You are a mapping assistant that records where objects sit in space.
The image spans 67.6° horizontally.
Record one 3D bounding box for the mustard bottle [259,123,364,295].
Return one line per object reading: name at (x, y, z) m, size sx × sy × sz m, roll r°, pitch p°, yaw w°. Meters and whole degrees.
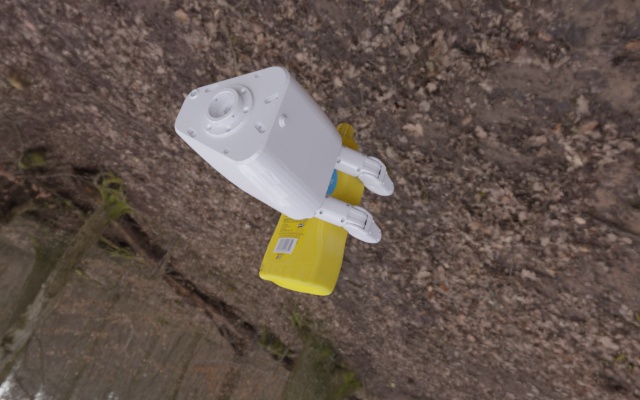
mustard bottle at (0.000, 0.002, 0.517) m, size 0.058 × 0.191 × 0.096 m, roll 30°, pitch -20°, yaw -33°
